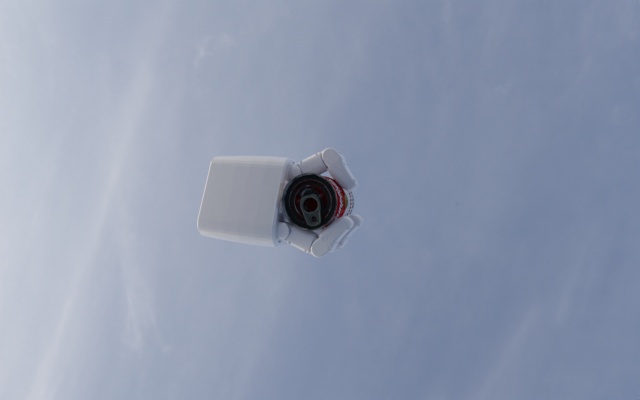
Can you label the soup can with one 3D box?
[{"bbox_3d":[0.001,0.002,0.600,0.068,0.068,0.102,0,0,16],"label":"soup can"}]
